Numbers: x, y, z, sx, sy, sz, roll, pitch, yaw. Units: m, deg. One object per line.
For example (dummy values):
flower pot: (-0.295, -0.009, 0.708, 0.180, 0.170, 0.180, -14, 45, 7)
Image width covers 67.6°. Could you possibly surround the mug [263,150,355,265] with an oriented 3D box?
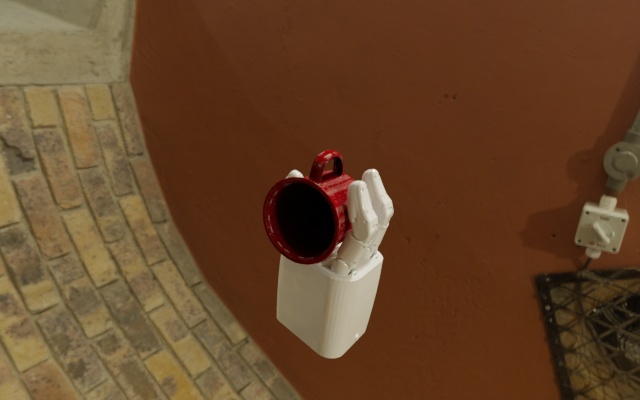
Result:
mug: (0.000, 0.000, 0.516, 0.093, 0.117, 0.081, 19, 22, 25)
